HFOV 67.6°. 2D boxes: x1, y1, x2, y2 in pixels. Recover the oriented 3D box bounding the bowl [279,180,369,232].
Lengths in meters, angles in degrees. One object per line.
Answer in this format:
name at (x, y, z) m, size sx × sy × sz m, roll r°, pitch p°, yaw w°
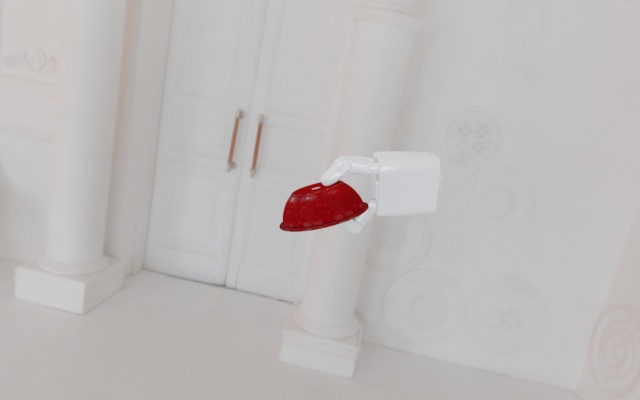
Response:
bowl at (-0.001, 0.003, 0.833) m, size 0.162 × 0.055 × 0.162 m, roll -14°, pitch 11°, yaw 3°
